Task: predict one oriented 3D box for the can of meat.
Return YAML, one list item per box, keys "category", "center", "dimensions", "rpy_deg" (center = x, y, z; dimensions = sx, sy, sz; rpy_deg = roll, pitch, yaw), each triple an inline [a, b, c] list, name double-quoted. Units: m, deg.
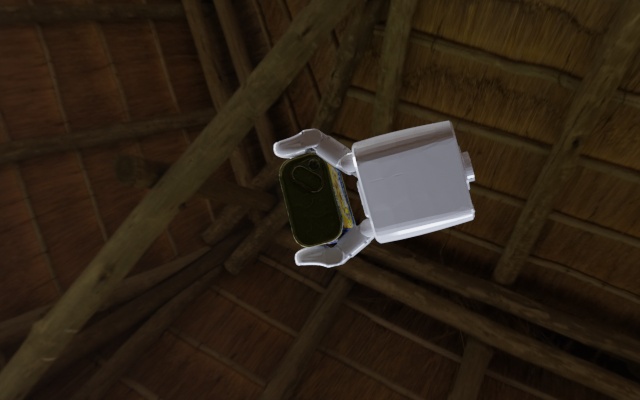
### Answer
- category: "can of meat"
  center: [0.000, 0.002, 0.561]
  dimensions: [0.057, 0.102, 0.084]
  rpy_deg: [-17, -9, 15]
